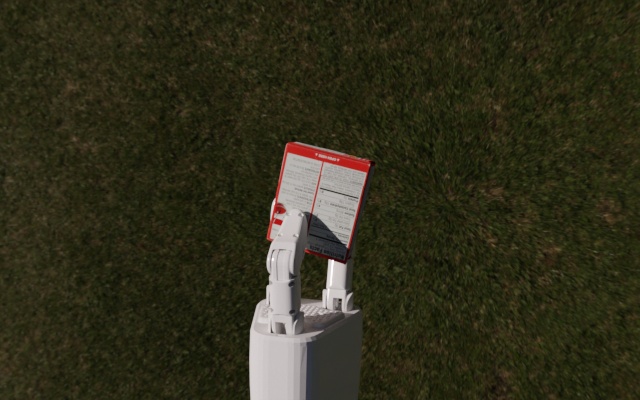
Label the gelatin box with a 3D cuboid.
[{"bbox_3d":[0.000,0.001,0.407,0.073,0.089,0.030,15,12,13],"label":"gelatin box"}]
